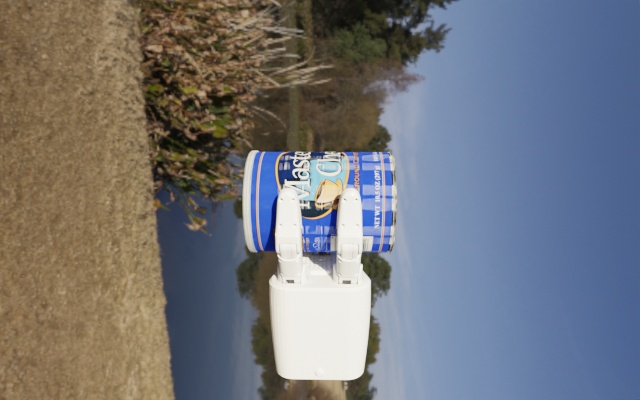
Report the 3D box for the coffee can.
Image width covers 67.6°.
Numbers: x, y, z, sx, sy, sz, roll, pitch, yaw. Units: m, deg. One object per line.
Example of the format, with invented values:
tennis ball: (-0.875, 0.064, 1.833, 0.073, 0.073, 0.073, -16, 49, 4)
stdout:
coffee can: (0.000, 0.001, 0.482, 0.140, 0.103, 0.103, 0, 0, 1)
